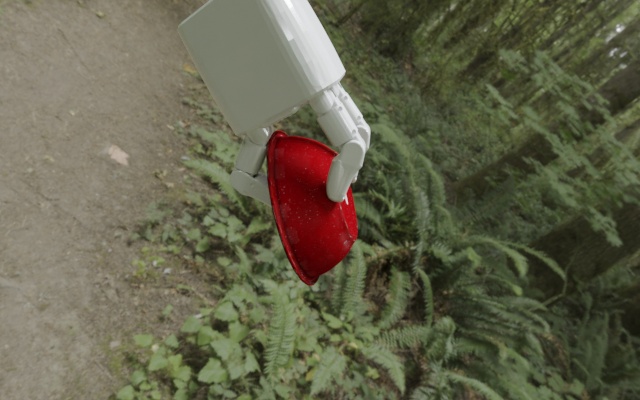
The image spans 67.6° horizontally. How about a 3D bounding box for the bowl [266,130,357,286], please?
[{"bbox_3d":[0.001,0.003,0.485,0.055,0.162,0.162,-12,-3,12],"label":"bowl"}]
